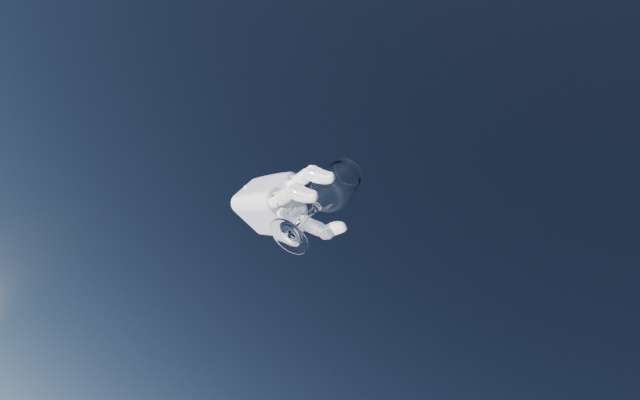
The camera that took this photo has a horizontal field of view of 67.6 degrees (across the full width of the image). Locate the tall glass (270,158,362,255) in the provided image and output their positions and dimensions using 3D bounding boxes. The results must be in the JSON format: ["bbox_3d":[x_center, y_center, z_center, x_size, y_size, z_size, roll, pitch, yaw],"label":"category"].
[{"bbox_3d":[0.000,0.003,0.840,0.079,0.079,0.201,0,35,40],"label":"tall glass"}]
